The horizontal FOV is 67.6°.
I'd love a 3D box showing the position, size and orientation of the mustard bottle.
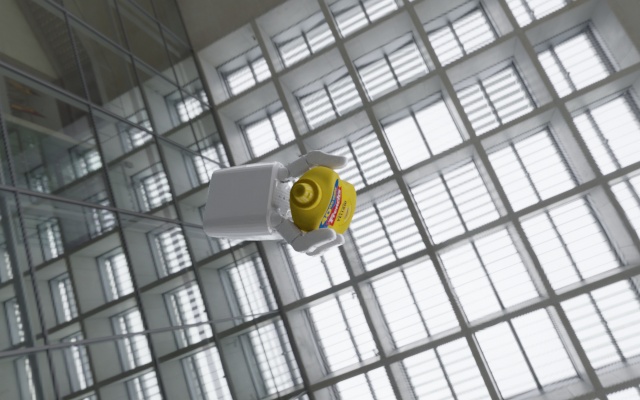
[{"bbox_3d":[0.001,0.002,0.685,0.058,0.096,0.192,21,-2,19],"label":"mustard bottle"}]
